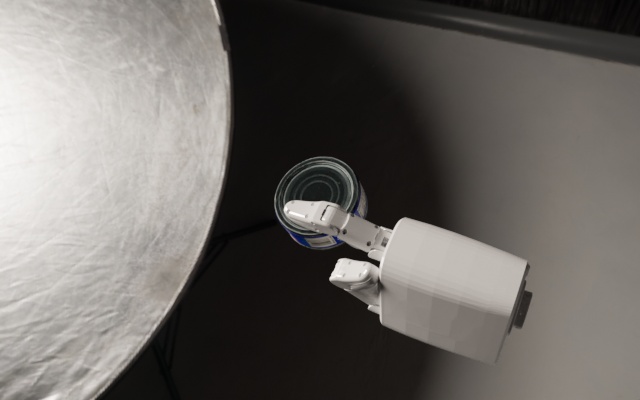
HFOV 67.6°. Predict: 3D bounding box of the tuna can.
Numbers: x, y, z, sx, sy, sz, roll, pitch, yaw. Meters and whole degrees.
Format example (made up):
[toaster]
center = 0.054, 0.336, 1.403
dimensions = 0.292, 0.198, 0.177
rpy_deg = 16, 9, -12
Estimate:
[tuna can]
center = 0.000, 0.001, 0.457
dimensions = 0.086, 0.086, 0.034
rpy_deg = 0, -27, 19
